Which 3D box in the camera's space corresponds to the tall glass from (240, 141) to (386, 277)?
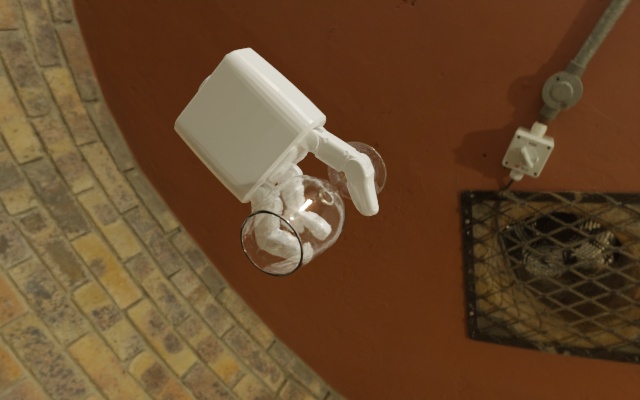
[{"bbox_3d":[0.001,0.001,0.484,0.079,0.079,0.201,0,21,27],"label":"tall glass"}]
